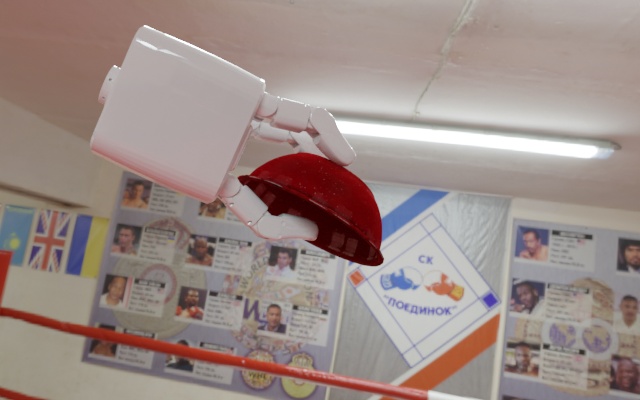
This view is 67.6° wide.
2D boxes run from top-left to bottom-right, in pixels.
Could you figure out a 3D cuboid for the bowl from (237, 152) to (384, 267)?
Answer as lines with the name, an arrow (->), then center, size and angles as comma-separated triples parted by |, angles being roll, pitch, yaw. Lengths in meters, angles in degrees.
bowl -> 0.001, 0.002, 0.468 | 0.162, 0.055, 0.162 | 28, -16, 9
